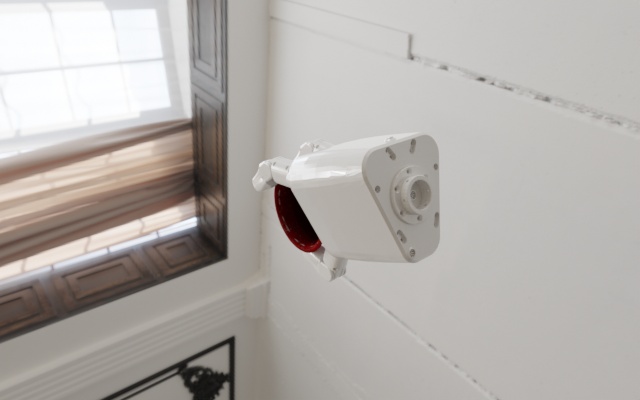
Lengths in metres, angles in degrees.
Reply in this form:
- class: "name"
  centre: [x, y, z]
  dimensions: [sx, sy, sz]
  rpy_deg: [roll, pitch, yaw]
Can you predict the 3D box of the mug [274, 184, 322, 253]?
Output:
- class: "mug"
  centre: [-0.001, 0.002, 0.544]
  dimensions: [0.081, 0.093, 0.117]
  rpy_deg: [-18, 10, -33]
